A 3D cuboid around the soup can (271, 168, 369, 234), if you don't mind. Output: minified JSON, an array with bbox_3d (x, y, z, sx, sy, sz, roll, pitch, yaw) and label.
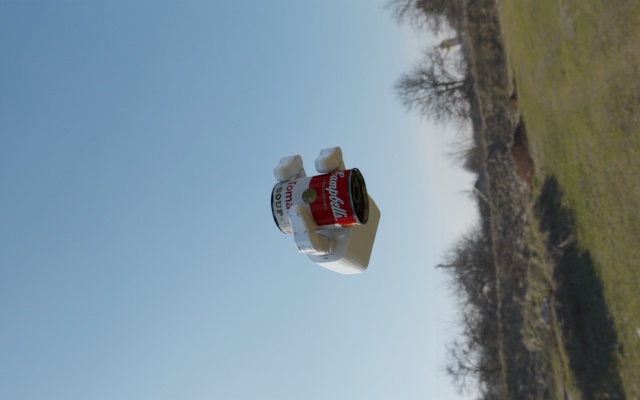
[{"bbox_3d":[0.000,0.002,0.575,0.102,0.068,0.068,-9,-3,22],"label":"soup can"}]
